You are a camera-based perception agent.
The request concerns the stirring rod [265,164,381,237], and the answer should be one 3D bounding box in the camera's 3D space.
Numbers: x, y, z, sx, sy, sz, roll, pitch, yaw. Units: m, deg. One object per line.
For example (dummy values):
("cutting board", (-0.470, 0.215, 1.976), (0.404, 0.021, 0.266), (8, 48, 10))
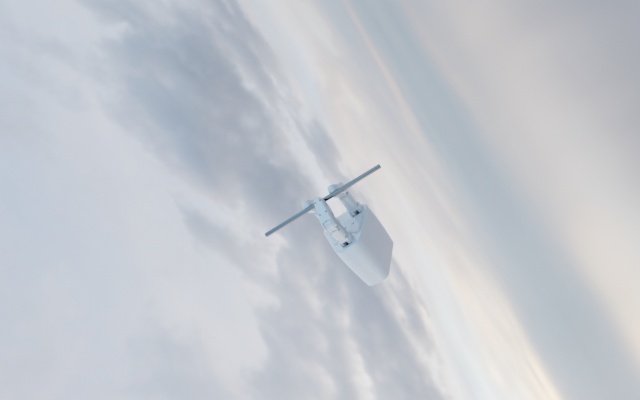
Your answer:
("stirring rod", (0.000, 0.003, 0.824), (0.239, 0.011, 0.011), (-31, -10, 17))
